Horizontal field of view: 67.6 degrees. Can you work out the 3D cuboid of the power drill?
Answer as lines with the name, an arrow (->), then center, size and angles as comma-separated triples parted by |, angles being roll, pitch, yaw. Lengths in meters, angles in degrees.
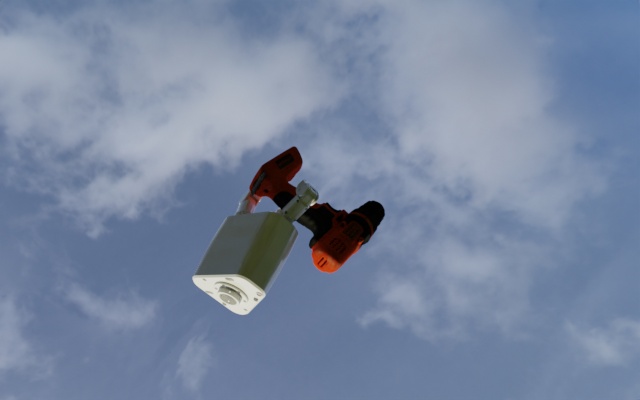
power drill -> 0.000, 0.002, 0.728 | 0.184, 0.187, 0.057 | -38, -13, -51
